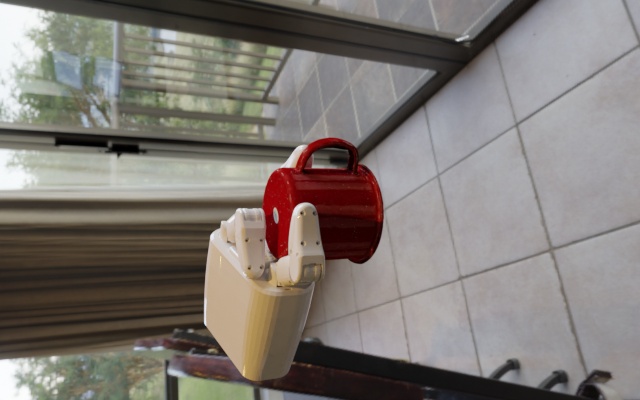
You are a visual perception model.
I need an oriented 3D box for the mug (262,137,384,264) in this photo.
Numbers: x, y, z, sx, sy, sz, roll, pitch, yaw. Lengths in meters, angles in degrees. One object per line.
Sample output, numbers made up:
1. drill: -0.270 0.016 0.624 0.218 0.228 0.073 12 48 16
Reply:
1. mug: 0.000 0.000 0.421 0.081 0.117 0.093 0 26 -25
